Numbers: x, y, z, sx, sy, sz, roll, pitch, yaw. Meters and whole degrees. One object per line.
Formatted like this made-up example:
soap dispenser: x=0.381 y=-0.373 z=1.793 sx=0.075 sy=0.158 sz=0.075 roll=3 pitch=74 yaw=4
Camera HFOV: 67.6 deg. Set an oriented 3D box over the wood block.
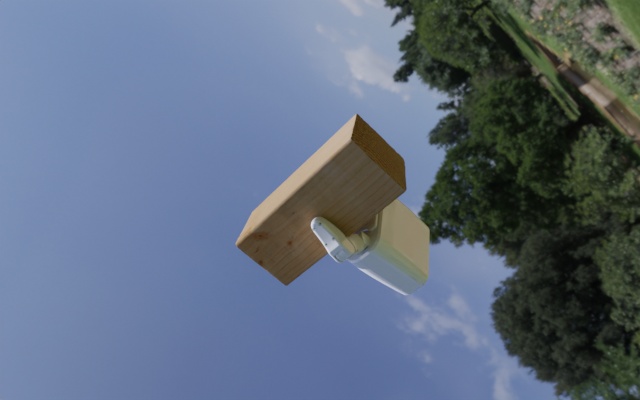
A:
wood block: x=0.000 y=0.002 z=0.601 sx=0.206 sy=0.090 sz=0.090 roll=-41 pitch=16 yaw=25
